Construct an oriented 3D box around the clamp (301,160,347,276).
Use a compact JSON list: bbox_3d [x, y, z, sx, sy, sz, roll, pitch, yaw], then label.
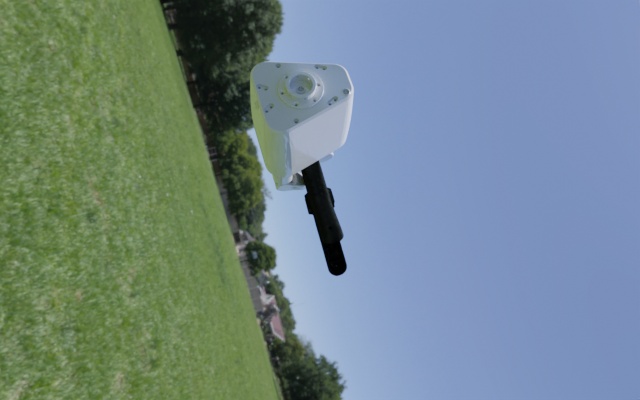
[{"bbox_3d":[0.001,0.002,0.594,0.039,0.171,0.120,-15,-19,-9],"label":"clamp"}]
